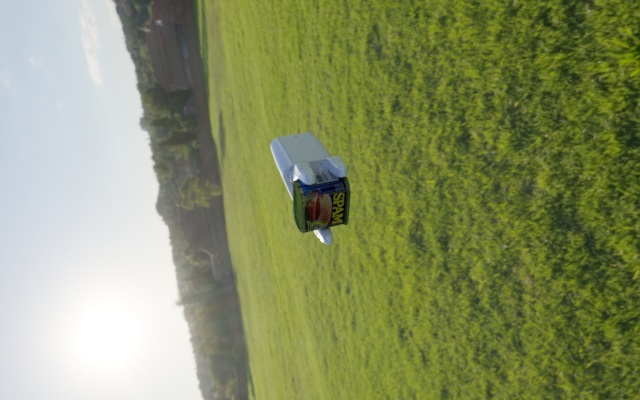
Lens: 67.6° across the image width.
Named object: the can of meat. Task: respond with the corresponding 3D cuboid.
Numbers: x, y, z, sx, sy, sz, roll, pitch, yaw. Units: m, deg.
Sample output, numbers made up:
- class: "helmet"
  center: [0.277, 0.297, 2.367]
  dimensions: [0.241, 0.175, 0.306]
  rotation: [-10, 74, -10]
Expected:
- class: "can of meat"
  center: [0.000, 0.003, 0.801]
  dimensions: [0.084, 0.102, 0.057]
  rotation: [-12, 43, -15]
